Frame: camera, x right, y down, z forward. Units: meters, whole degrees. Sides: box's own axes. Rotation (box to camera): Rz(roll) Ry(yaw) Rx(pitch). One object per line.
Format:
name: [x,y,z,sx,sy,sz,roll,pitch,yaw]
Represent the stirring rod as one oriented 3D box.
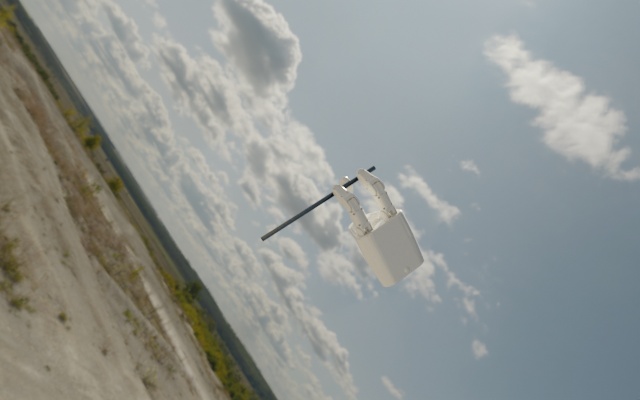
stirring rod: [0.000,0.003,0.825,0.239,0.011,0.011,-32,10,-17]
